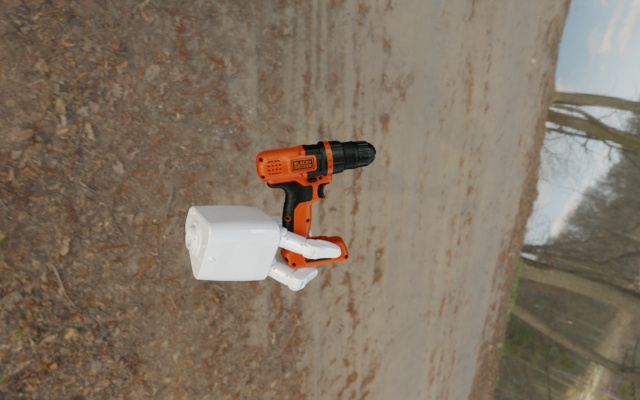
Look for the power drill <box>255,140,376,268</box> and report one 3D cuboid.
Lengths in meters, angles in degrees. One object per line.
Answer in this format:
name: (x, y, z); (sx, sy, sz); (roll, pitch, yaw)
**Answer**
power drill: (0.000, 0.003, 0.738); (0.184, 0.188, 0.057); (-7, 14, -9)
